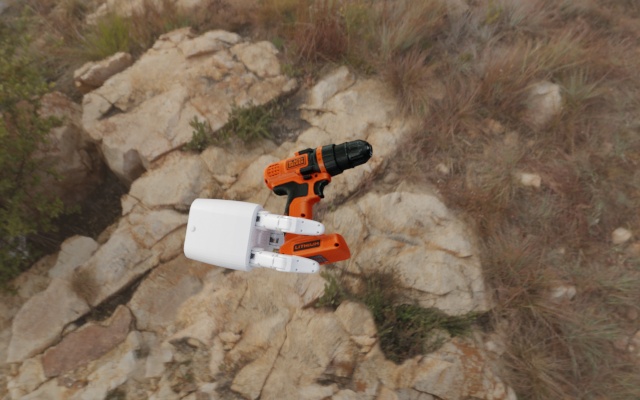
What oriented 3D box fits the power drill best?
[{"bbox_3d":[0.000,0.003,0.733,0.184,0.187,0.057,-16,-31,20],"label":"power drill"}]
